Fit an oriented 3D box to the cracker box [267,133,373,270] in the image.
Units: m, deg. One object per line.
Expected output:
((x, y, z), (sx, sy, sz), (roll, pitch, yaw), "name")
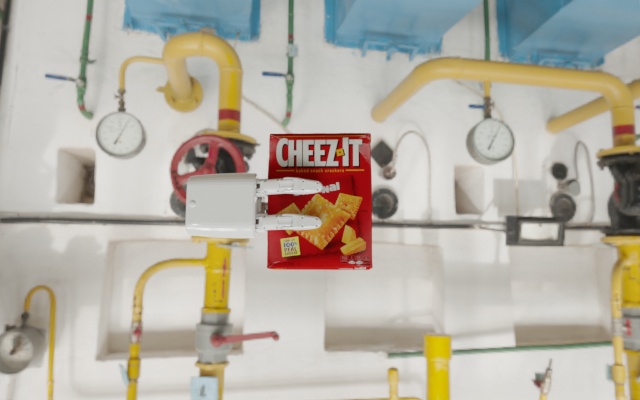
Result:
((0.000, 0.003, 0.760), (0.164, 0.213, 0.072), (0, -7, 2), "cracker box")
